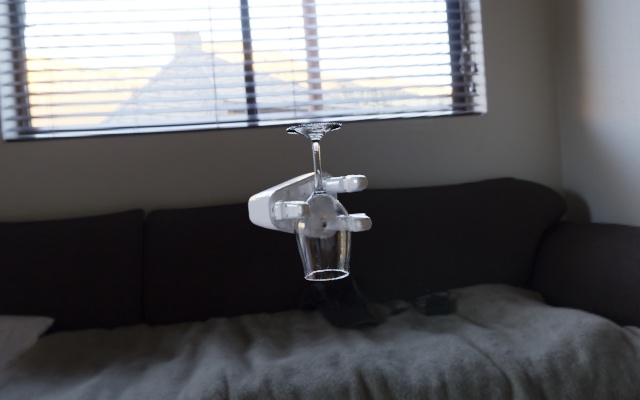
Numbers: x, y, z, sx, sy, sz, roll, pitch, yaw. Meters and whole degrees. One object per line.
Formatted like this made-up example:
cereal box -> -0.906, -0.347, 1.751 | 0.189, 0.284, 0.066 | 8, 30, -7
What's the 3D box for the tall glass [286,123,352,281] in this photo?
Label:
tall glass -> 0.000, 0.001, 0.640 | 0.079, 0.201, 0.079 | -5, 1, 0
